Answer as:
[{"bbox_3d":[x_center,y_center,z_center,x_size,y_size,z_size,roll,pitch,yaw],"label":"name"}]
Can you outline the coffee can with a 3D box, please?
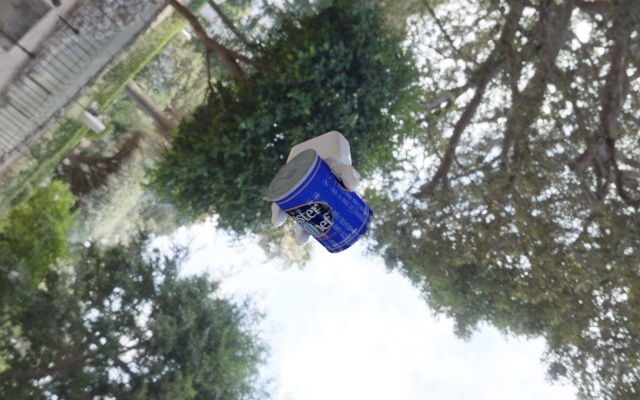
[{"bbox_3d":[0.000,0.002,0.758,0.140,0.102,0.103,44,-21,-23],"label":"coffee can"}]
